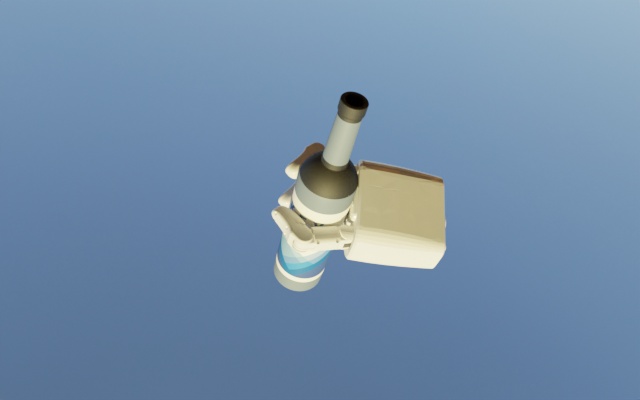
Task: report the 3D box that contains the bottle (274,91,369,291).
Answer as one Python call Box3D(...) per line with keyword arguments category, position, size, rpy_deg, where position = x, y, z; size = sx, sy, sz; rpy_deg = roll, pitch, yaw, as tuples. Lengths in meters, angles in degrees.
Box3D(category="bottle", position=(0.000, 0.002, 0.548), size=(0.069, 0.069, 0.296), rpy_deg=(0, -40, -16))
